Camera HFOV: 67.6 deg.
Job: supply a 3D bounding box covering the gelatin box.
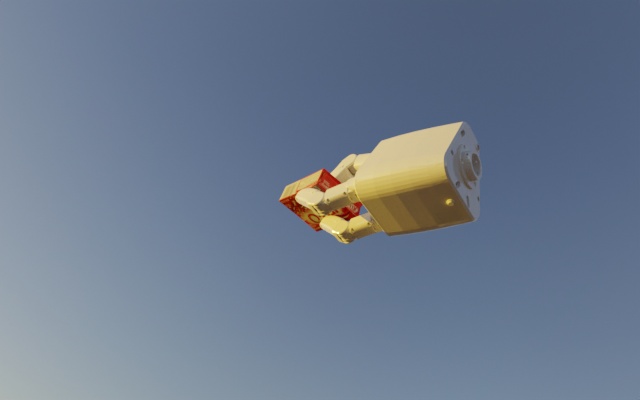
[{"bbox_3d":[0.000,0.002,0.624,0.073,0.030,0.089,40,-35,-22],"label":"gelatin box"}]
